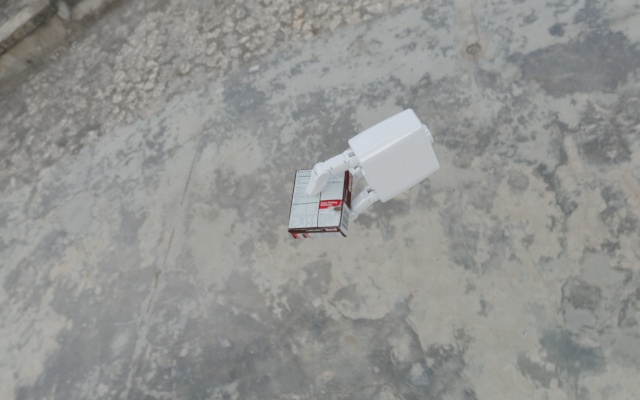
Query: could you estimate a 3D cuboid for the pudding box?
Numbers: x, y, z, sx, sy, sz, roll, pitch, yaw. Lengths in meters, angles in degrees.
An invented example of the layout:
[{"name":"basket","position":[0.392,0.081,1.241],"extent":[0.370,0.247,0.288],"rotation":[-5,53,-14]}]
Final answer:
[{"name":"pudding box","position":[0.000,0.002,0.758],"extent":[0.090,0.113,0.039],"rotation":[-4,-30,21]}]
